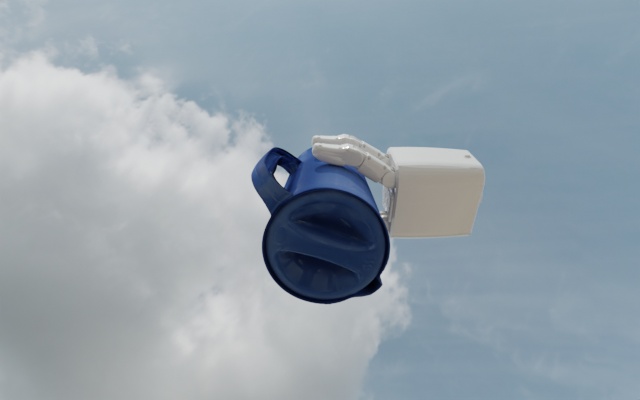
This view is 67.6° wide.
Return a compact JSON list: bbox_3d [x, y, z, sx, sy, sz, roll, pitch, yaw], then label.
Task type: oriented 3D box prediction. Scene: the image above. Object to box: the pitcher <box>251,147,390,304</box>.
[{"bbox_3d":[0.000,0.002,0.595,0.145,0.149,0.242,0,21,0],"label":"pitcher"}]
